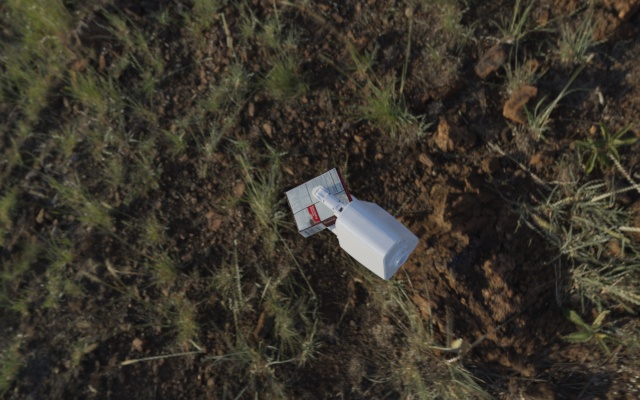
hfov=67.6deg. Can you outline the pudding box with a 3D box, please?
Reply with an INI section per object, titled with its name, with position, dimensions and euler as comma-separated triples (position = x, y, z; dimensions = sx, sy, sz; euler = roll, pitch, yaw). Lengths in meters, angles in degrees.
[pudding box]
position = 0.000, 0.003, 0.880
dimensions = 0.113, 0.090, 0.039
euler = -25, -25, 10
